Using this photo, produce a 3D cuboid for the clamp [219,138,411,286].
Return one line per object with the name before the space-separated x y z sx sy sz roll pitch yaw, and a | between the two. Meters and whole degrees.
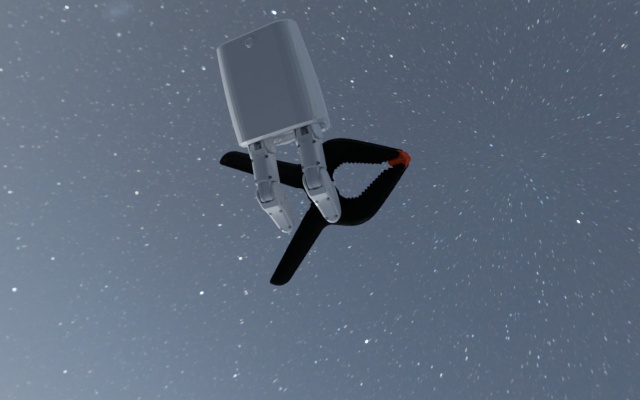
clamp | 0.001 0.001 0.520 0.210 0.164 0.036 -15 6 22
